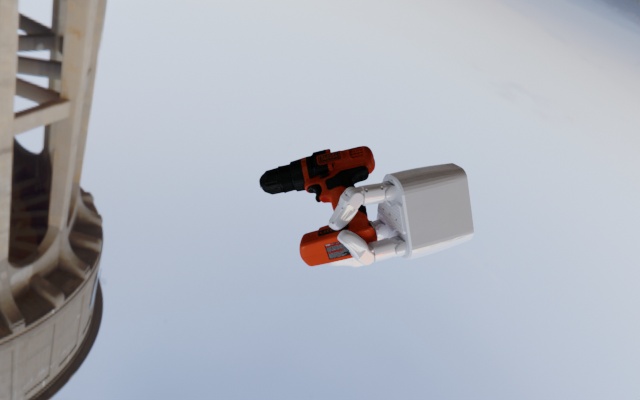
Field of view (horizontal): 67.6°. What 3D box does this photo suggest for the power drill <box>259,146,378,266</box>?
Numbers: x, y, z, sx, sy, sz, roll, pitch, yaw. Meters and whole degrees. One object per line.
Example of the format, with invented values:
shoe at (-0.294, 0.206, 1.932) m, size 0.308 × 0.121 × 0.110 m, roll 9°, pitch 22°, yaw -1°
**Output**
power drill at (0.000, 0.003, 0.699) m, size 0.184 × 0.187 × 0.057 m, roll -14°, pitch -42°, yaw 7°
